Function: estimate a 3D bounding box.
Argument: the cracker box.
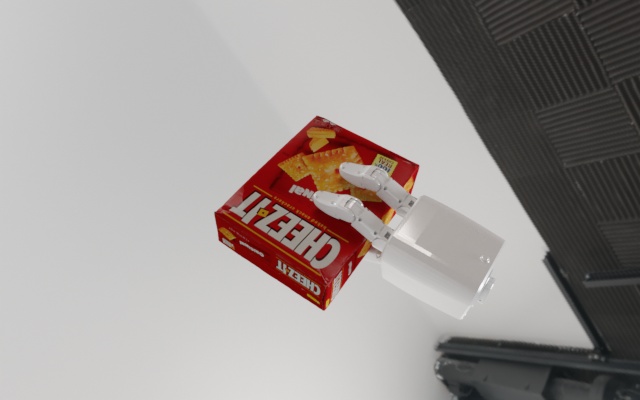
[{"bbox_3d":[0.000,0.002,0.600,0.164,0.213,0.072,30,-34,19],"label":"cracker box"}]
